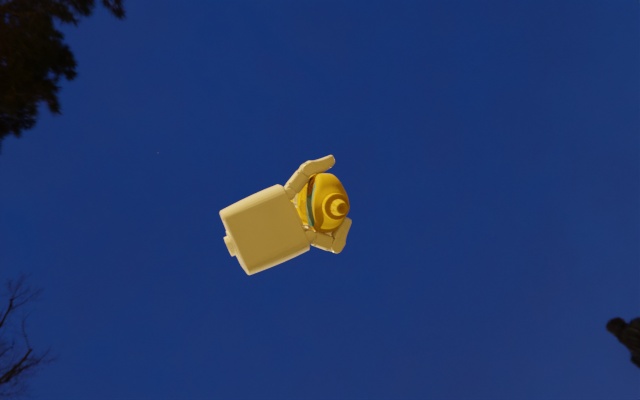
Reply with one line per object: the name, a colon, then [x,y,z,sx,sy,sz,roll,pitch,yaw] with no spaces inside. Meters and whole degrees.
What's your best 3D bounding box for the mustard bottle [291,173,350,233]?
mustard bottle: [0.000,0.002,0.783,0.058,0.096,0.191,2,5,-19]
